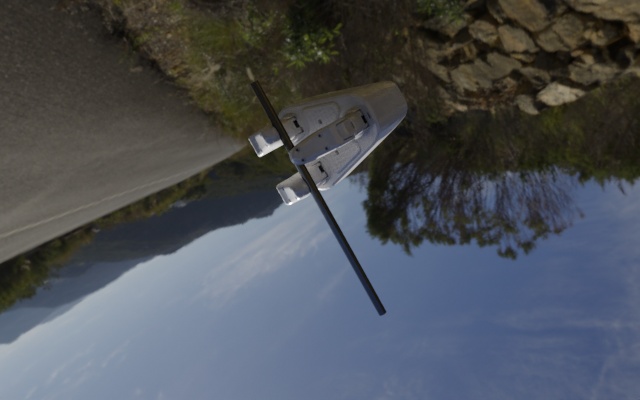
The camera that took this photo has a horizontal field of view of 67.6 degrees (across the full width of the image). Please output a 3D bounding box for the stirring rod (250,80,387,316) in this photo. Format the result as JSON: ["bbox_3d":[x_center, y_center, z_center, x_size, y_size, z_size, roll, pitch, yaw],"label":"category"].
[{"bbox_3d":[0.000,0.001,0.432,0.011,0.239,0.011,-29,7,4],"label":"stirring rod"}]
